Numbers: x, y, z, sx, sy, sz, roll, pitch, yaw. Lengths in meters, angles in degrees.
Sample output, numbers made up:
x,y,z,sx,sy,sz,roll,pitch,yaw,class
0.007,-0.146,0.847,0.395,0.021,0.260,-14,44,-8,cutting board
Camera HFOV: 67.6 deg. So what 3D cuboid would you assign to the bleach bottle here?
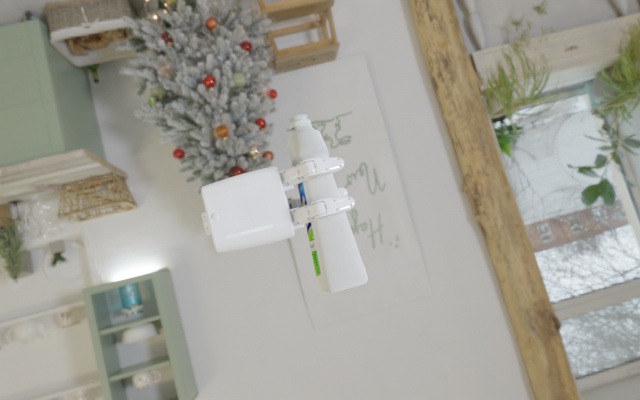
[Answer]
x,y,z,sx,sy,sz,roll,pitch,yaw,class
0.000,0.002,0.682,0.068,0.251,0.102,-14,-7,-8,bleach bottle
